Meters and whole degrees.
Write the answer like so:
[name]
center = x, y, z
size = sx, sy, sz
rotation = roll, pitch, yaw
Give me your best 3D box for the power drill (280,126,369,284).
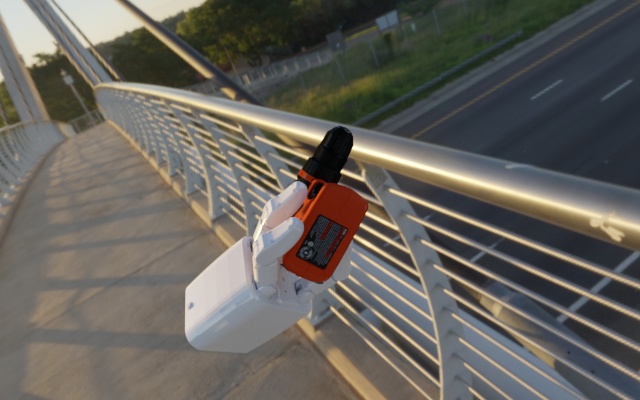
[power drill]
center = 0.000, 0.002, 0.561
size = 0.057, 0.184, 0.187
rotation = 26, 8, -12
